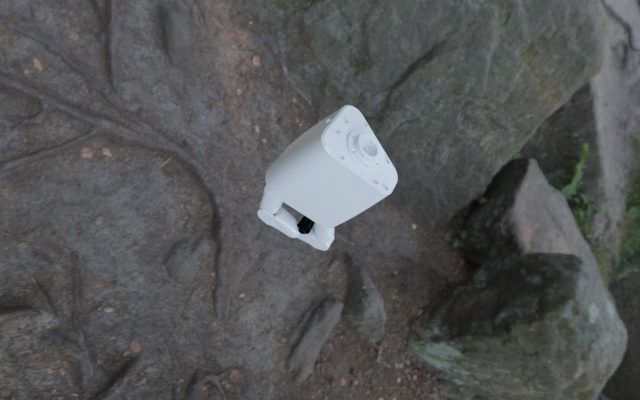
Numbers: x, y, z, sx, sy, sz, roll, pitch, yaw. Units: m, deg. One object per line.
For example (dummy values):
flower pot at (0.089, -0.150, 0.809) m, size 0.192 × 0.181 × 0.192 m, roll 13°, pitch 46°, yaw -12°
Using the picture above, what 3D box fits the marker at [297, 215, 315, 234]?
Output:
marker at (0.000, 0.002, 0.637) m, size 0.020 × 0.020 × 0.121 m, roll 0°, pitch 37°, yaw 30°
